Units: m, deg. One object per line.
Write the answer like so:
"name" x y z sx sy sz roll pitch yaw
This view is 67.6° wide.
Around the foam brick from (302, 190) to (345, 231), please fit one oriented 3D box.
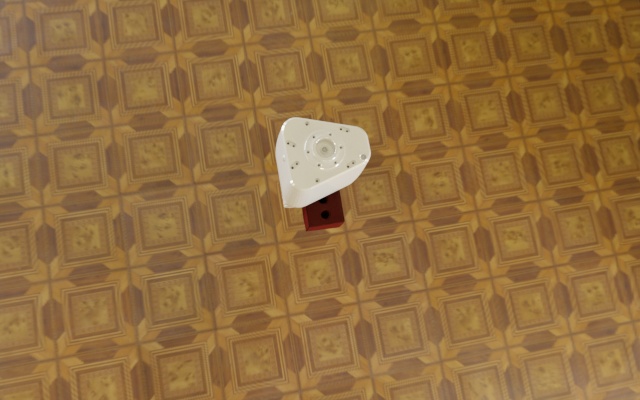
"foam brick" 0.000 0.003 0.696 0.053 0.078 0.051 -9 -8 -10
